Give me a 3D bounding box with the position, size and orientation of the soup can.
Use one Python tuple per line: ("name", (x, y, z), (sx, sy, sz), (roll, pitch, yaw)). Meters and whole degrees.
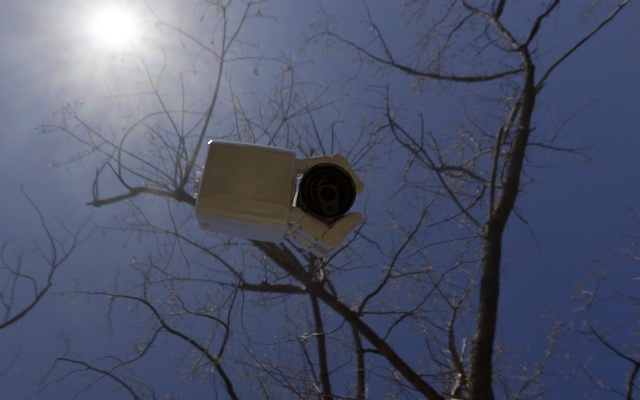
("soup can", (0.001, 0.002, 0.602), (0.068, 0.068, 0.102), (0, -16, -10))
